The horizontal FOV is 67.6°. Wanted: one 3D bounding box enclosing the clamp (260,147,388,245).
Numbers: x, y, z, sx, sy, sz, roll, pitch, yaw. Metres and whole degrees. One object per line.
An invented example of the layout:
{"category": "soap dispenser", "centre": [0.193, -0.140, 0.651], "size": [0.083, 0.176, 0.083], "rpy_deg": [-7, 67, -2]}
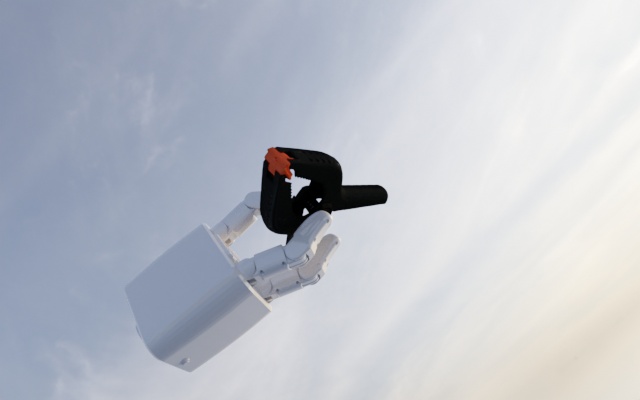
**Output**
{"category": "clamp", "centre": [-0.001, 0.001, 0.499], "size": [0.036, 0.164, 0.210], "rpy_deg": [43, -12, 30]}
